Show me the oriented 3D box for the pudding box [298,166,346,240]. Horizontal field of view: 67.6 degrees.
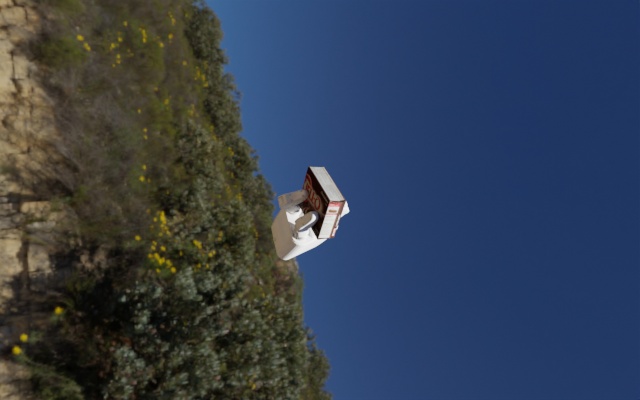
[{"bbox_3d":[0.000,0.003,0.888,0.039,0.090,0.113,-4,39,-27],"label":"pudding box"}]
